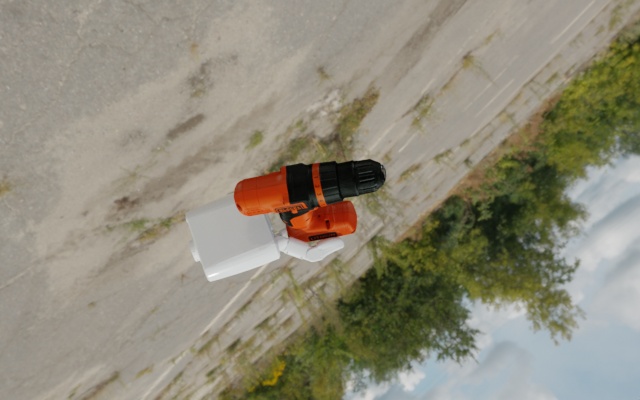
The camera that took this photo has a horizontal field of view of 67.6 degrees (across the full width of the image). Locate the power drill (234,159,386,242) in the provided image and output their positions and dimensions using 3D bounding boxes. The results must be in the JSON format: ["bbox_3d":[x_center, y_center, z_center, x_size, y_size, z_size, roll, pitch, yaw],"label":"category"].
[{"bbox_3d":[0.000,0.002,0.634,0.184,0.057,0.188,-8,-20,10],"label":"power drill"}]
